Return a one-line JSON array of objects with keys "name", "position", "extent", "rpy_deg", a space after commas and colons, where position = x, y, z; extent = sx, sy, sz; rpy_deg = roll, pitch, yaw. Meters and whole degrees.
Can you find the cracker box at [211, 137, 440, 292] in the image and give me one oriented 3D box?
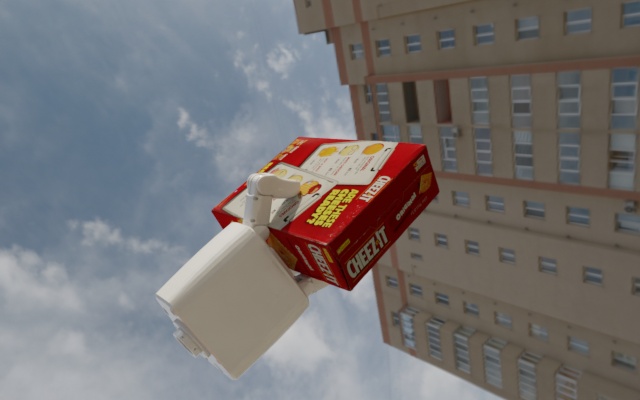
[{"name": "cracker box", "position": [0.000, 0.002, 0.548], "extent": [0.213, 0.072, 0.164], "rpy_deg": [12, 47, 48]}]
